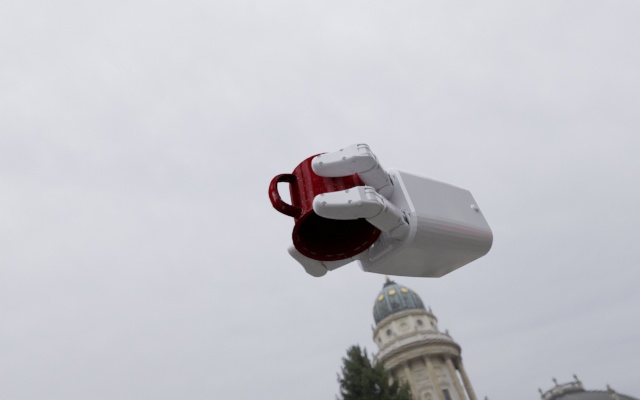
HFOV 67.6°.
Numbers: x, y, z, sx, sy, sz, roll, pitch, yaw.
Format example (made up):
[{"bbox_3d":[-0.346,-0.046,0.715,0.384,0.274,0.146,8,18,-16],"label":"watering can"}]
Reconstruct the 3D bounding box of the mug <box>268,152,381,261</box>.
[{"bbox_3d":[-0.001,0.001,0.498,0.117,0.081,0.093,12,-49,-24],"label":"mug"}]
